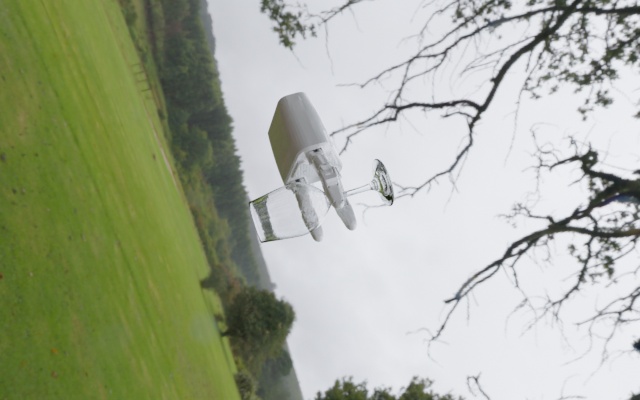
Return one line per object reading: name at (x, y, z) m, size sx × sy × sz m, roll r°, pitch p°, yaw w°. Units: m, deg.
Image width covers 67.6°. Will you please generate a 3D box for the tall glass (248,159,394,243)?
tall glass at (0.001, 0.002, 0.695) m, size 0.201 × 0.079 × 0.079 m, roll -18°, pitch 3°, yaw -10°
